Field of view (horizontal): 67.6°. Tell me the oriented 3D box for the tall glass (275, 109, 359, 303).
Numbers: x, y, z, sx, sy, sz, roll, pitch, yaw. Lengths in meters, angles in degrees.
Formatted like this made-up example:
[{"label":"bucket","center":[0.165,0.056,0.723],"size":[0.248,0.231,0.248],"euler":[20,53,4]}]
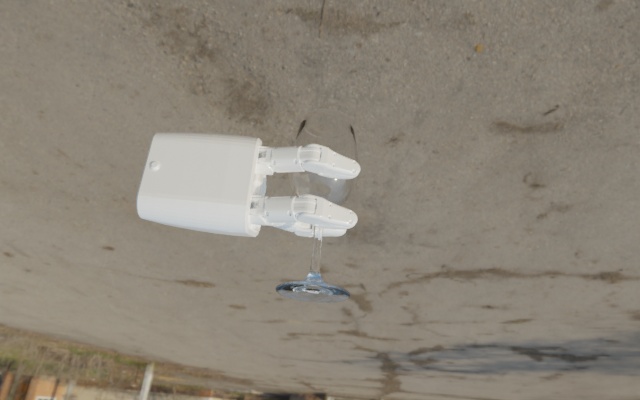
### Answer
[{"label":"tall glass","center":[0.000,0.002,0.511],"size":[0.079,0.201,0.079],"euler":[4,-25,2]}]
